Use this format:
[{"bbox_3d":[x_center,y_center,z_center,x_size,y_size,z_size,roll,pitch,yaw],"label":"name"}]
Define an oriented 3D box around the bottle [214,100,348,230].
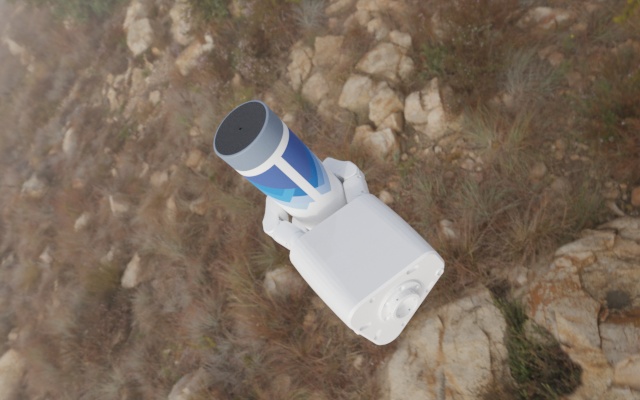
[{"bbox_3d":[0.000,0.002,0.555,0.069,0.069,0.296,0,-29,36],"label":"bottle"}]
